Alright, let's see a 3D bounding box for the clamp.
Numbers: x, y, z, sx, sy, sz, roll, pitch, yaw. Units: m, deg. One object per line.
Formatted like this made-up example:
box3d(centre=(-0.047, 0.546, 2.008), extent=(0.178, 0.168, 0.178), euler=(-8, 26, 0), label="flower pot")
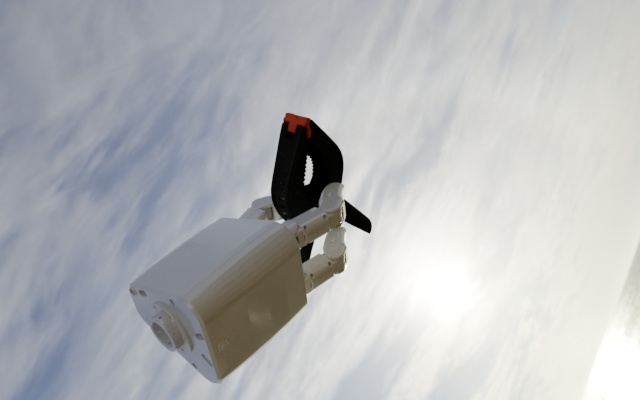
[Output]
box3d(centre=(-0.001, 0.001, 0.501), extent=(0.036, 0.210, 0.164), euler=(20, 41, 34), label="clamp")
